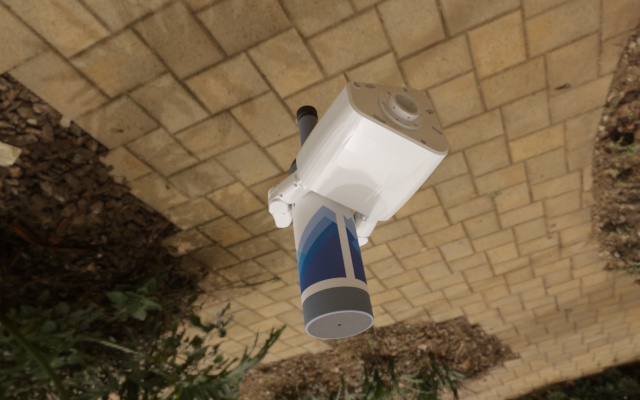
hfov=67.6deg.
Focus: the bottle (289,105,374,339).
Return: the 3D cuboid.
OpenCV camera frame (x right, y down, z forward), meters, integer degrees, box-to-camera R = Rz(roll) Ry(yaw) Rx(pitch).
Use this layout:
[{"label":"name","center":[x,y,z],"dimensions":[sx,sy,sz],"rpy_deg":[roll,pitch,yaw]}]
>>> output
[{"label":"bottle","center":[0.000,0.002,0.538],"dimensions":[0.069,0.295,0.069],"rpy_deg":[-6,-37,-4]}]
